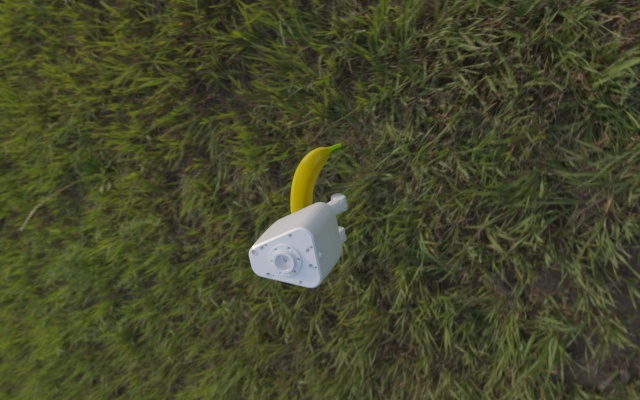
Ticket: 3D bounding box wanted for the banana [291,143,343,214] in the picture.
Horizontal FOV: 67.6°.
[{"bbox_3d":[-0.017,-0.005,0.803,0.069,0.198,0.037,14,16,5],"label":"banana"}]
